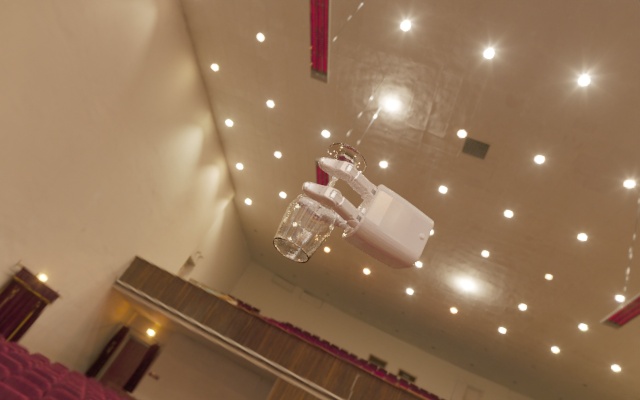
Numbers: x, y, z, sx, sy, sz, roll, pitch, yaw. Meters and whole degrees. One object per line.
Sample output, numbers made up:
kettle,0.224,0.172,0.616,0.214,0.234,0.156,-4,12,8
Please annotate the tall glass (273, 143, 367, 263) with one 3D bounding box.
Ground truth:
tall glass,0.000,0.002,0.768,0.079,0.201,0.079,23,-31,15
